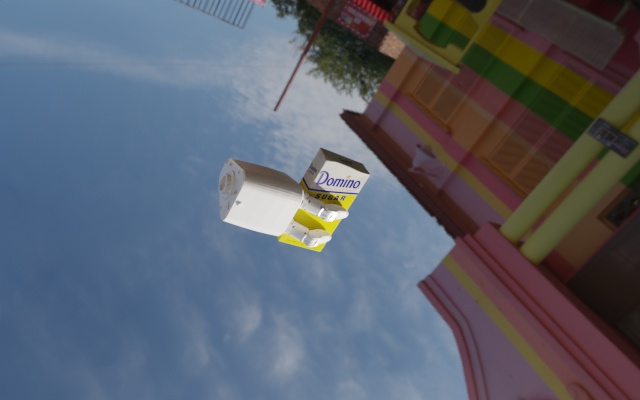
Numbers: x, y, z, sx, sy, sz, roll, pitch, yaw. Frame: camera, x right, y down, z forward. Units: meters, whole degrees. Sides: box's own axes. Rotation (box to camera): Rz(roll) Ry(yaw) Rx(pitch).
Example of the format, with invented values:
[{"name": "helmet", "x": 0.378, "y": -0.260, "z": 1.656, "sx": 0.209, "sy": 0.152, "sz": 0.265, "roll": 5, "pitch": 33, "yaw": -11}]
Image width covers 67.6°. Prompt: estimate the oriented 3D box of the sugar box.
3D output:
[{"name": "sugar box", "x": 0.000, "y": 0.003, "z": 0.829, "sx": 0.093, "sy": 0.176, "sz": 0.048, "roll": 17, "pitch": 29, "yaw": -30}]
